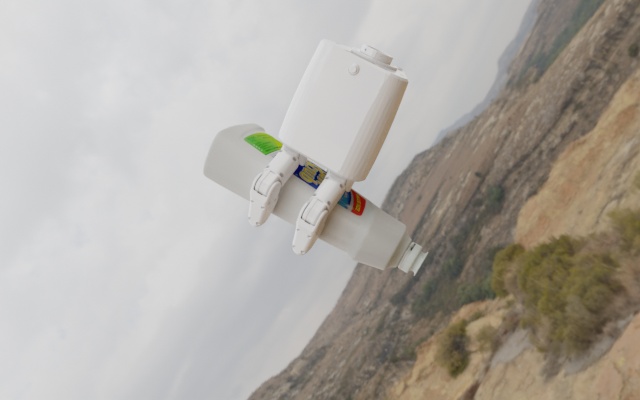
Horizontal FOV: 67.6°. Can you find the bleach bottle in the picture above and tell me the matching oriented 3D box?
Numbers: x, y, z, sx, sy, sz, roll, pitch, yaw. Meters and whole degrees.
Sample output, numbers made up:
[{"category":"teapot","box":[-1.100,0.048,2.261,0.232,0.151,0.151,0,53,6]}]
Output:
[{"category":"bleach bottle","box":[0.000,0.002,0.521,0.251,0.068,0.102,30,21,13]}]
